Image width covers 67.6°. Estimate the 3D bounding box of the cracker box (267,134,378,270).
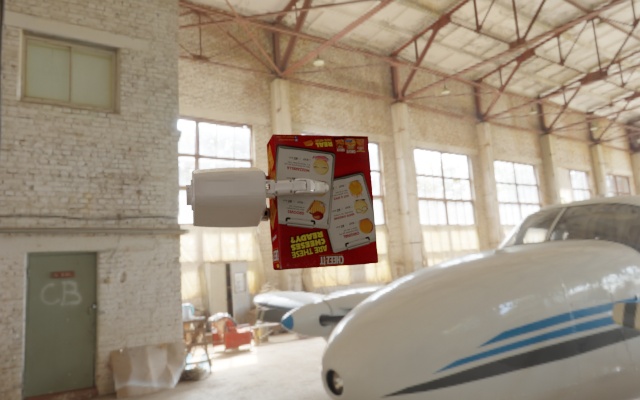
[{"bbox_3d":[0.000,0.002,0.786,0.164,0.213,0.072,-1,-9,-16],"label":"cracker box"}]
